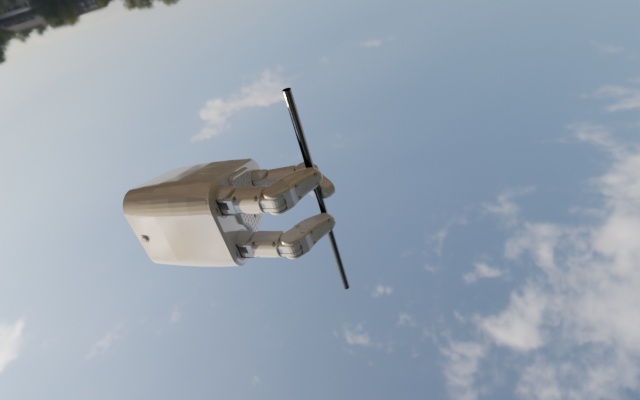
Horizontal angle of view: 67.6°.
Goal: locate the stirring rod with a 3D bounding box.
[{"bbox_3d":[0.000,0.001,0.474,0.011,0.240,0.011,-12,34,8],"label":"stirring rod"}]
